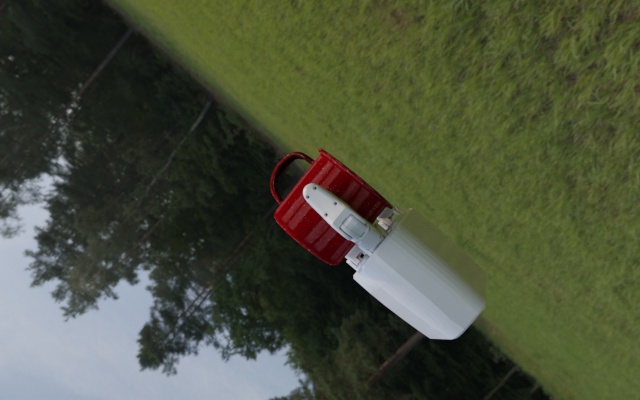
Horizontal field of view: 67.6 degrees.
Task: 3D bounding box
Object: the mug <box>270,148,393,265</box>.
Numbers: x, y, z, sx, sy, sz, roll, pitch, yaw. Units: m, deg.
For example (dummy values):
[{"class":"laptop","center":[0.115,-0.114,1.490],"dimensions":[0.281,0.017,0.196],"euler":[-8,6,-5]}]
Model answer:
[{"class":"mug","center":[-0.001,0.001,0.470],"dimensions":[0.117,0.081,0.093],"euler":[39,2,10]}]
